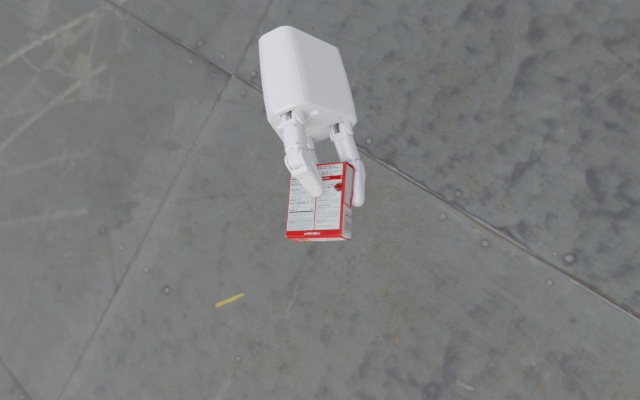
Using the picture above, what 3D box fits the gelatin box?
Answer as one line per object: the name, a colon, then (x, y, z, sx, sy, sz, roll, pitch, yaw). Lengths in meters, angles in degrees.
gelatin box: (0.000, 0.002, 0.554, 0.073, 0.089, 0.030, -4, -16, 28)
